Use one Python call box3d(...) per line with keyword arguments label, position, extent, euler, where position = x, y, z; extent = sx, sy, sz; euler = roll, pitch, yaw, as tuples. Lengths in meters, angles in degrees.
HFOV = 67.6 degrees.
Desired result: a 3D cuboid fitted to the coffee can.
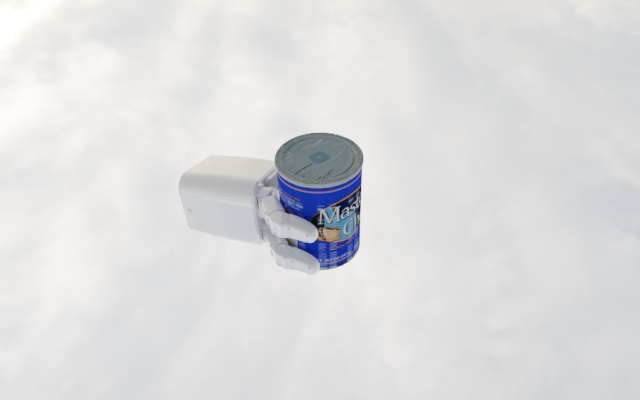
box3d(label="coffee can", position=(0.000, 0.002, 0.592), extent=(0.103, 0.140, 0.102), euler=(-1, 40, 1))
